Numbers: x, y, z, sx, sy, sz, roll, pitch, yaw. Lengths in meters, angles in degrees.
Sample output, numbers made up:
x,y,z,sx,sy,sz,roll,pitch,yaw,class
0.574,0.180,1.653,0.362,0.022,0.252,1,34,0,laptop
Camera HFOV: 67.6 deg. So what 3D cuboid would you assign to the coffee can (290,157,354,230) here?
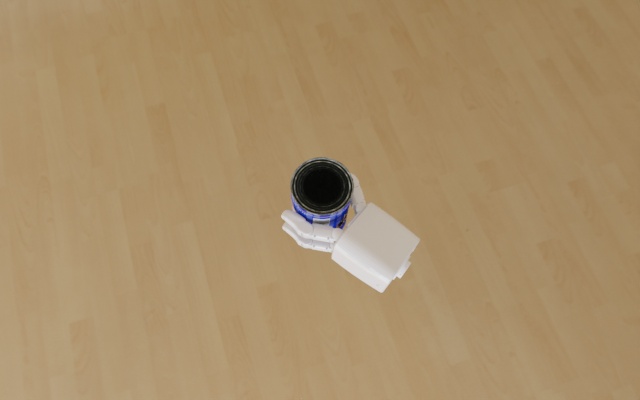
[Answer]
x,y,z,sx,sy,sz,roll,pitch,yaw,class
0.000,0.003,0.825,0.103,0.102,0.140,0,-22,-2,coffee can
